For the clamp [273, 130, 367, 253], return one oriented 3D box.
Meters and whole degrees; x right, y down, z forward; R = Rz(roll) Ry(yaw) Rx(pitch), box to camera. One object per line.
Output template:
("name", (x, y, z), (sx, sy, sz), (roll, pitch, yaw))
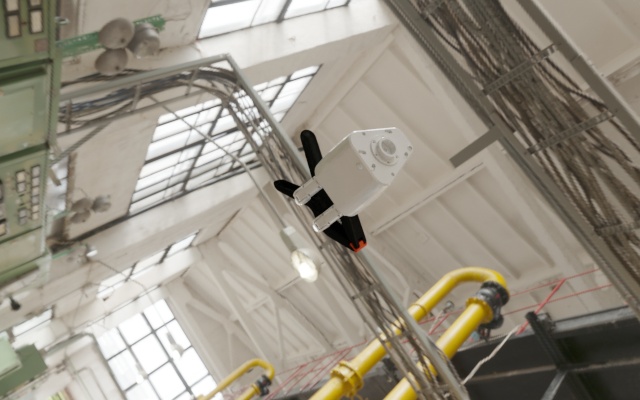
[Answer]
("clamp", (0.001, 0.003, 0.818), (0.036, 0.210, 0.165), (-30, -7, -35))
